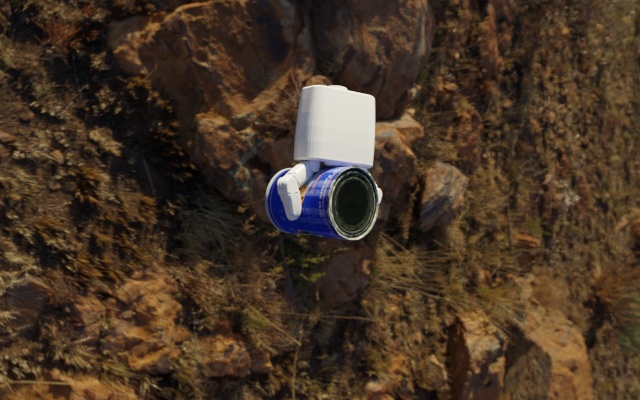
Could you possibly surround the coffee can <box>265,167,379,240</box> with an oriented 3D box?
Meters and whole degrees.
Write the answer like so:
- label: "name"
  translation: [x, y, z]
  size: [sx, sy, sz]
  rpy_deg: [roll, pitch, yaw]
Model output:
- label: "coffee can"
  translation: [0.000, 0.002, 0.707]
  size: [0.103, 0.103, 0.140]
  rpy_deg: [0, 2, -43]
